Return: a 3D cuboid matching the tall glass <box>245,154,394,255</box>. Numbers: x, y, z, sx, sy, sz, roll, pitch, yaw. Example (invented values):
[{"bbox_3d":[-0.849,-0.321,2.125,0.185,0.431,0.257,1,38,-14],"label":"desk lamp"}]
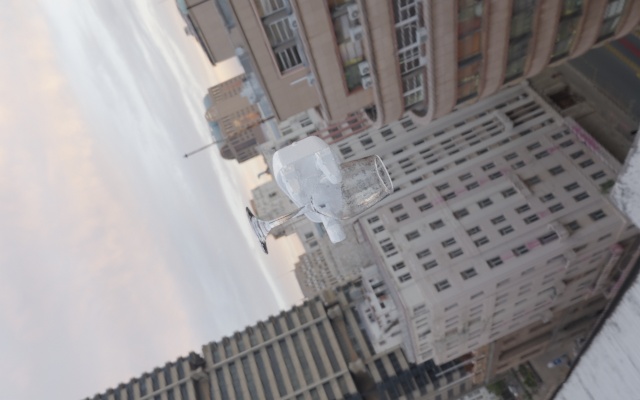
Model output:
[{"bbox_3d":[0.000,0.003,0.679,0.201,0.079,0.079,-24,1,-2],"label":"tall glass"}]
